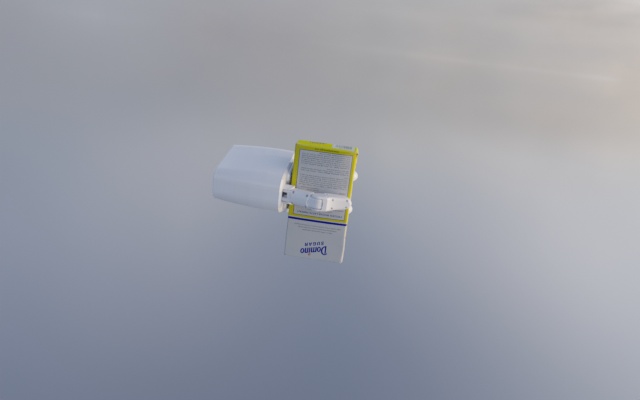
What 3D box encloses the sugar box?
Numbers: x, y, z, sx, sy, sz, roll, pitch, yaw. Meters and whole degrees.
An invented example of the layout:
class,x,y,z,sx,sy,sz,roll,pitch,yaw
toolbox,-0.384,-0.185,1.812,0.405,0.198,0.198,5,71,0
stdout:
class,x,y,z,sx,sy,sz,roll,pitch,yaw
sugar box,0.000,0.002,0.729,0.093,0.176,0.048,9,18,4
